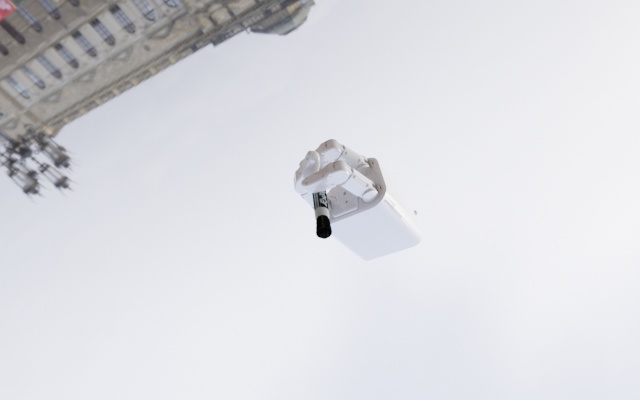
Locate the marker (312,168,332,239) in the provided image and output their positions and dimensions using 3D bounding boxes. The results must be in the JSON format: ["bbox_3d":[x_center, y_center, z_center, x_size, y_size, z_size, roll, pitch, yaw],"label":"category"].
[{"bbox_3d":[0.000,0.002,0.585,0.020,0.020,0.121,0,40,-6],"label":"marker"}]
